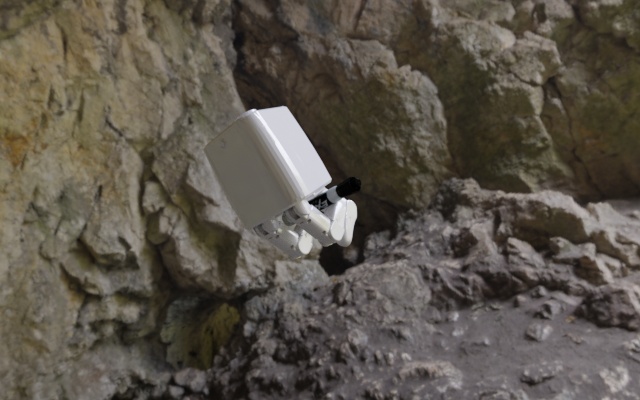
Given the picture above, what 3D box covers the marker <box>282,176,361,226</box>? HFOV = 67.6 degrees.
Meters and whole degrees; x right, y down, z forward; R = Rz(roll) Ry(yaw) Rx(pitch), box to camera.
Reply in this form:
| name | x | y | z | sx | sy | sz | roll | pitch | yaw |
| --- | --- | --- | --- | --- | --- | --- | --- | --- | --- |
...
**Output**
| name | x | y | z | sx | sy | sz | roll | pitch | yaw |
| --- | --- | --- | --- | --- | --- | --- | --- | --- | --- |
| marker | 0.000 | 0.002 | 0.555 | 0.121 | 0.020 | 0.020 | -28 | -19 | 39 |
